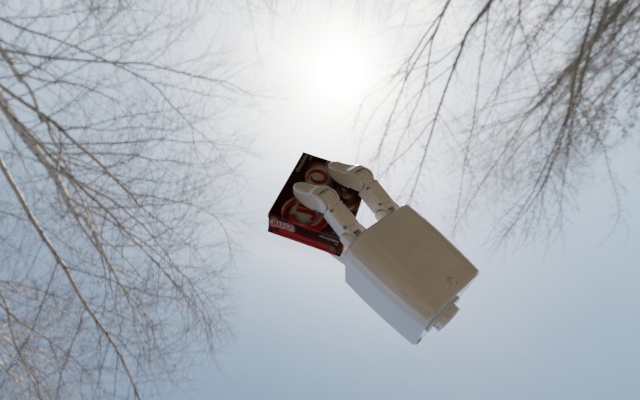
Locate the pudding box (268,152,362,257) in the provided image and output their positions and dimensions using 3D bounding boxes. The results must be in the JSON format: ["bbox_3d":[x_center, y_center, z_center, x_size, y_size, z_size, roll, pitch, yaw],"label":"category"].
[{"bbox_3d":[0.000,0.002,0.558,0.090,0.039,0.113,19,47,7],"label":"pudding box"}]
